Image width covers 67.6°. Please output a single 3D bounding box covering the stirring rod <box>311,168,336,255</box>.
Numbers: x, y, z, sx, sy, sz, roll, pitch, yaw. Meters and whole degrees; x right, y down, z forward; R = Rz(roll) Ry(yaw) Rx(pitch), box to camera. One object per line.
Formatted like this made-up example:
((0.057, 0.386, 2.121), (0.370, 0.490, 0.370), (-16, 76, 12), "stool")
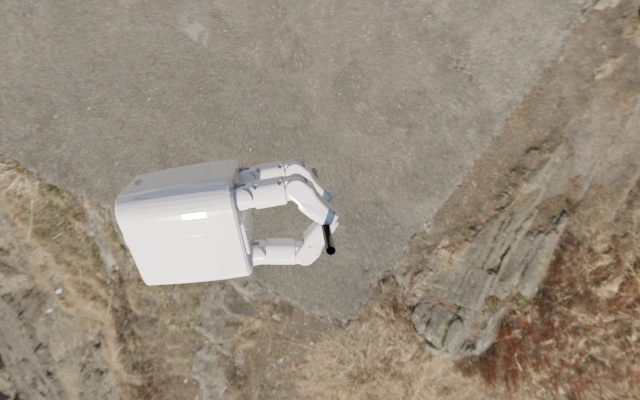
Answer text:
((0.000, 0.002, 0.513), (0.011, 0.011, 0.239), (0, 20, -4), "stirring rod")
